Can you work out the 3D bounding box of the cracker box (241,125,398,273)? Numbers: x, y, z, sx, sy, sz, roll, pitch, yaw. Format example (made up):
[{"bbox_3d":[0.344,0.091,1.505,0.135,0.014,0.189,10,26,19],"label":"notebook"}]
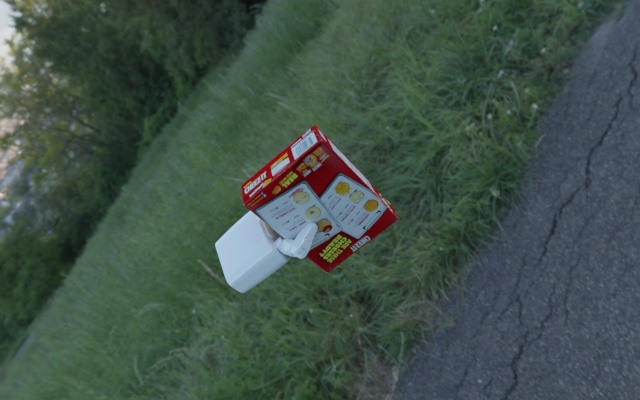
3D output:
[{"bbox_3d":[0.000,0.003,0.799,0.214,0.164,0.072,43,16,-32],"label":"cracker box"}]
